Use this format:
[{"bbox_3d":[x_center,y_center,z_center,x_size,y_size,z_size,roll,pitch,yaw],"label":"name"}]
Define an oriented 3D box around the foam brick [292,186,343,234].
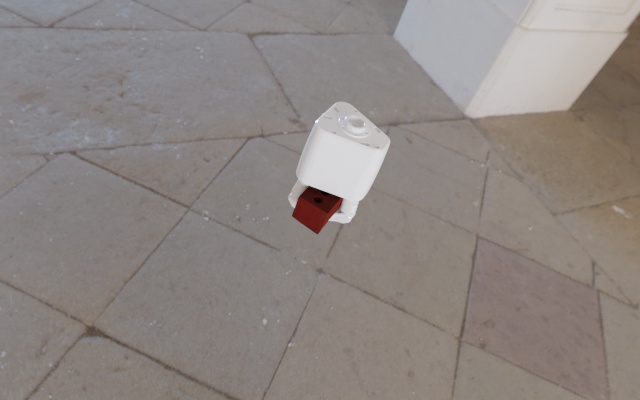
[{"bbox_3d":[0.000,0.003,0.755,0.053,0.051,0.078,33,46,9],"label":"foam brick"}]
